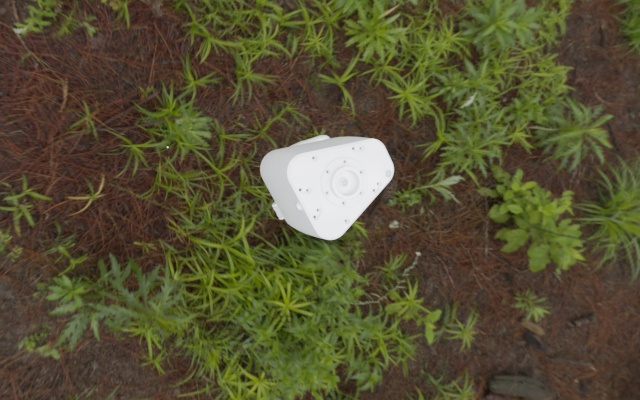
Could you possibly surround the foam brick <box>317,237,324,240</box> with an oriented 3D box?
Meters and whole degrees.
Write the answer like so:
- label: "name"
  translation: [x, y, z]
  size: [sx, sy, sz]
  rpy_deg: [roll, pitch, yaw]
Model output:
- label: "foam brick"
  translation: [0.000, 0.002, 0.602]
  size: [0.053, 0.078, 0.051]
  rpy_deg: [-32, 15, -16]
